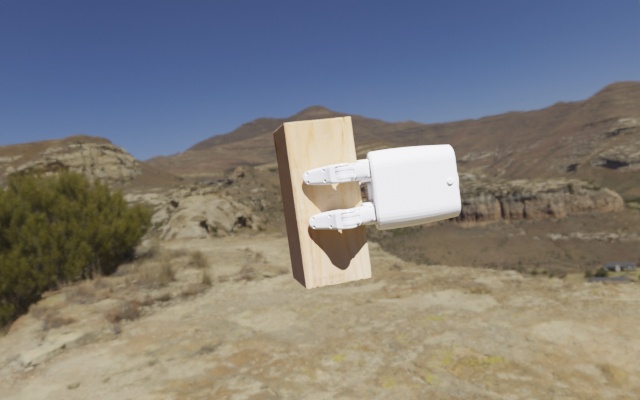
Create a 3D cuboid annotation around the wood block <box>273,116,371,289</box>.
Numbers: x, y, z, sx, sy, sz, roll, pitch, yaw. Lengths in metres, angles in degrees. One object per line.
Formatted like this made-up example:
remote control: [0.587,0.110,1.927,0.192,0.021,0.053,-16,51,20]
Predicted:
wood block: [0.000,0.002,0.635,0.090,0.206,0.091,-8,2,-13]
